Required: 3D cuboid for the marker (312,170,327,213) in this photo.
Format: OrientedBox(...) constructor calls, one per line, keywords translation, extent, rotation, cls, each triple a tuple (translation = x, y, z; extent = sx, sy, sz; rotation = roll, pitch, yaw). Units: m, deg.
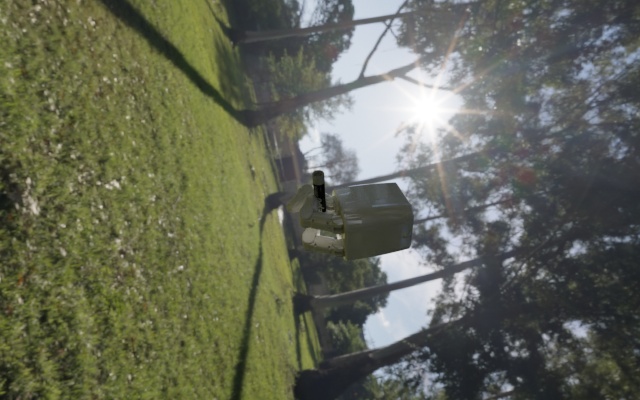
OrientedBox(translation=(0.000, 0.002, 0.758), extent=(0.020, 0.121, 0.020), rotation=(-2, 45, 2), cls="marker")
